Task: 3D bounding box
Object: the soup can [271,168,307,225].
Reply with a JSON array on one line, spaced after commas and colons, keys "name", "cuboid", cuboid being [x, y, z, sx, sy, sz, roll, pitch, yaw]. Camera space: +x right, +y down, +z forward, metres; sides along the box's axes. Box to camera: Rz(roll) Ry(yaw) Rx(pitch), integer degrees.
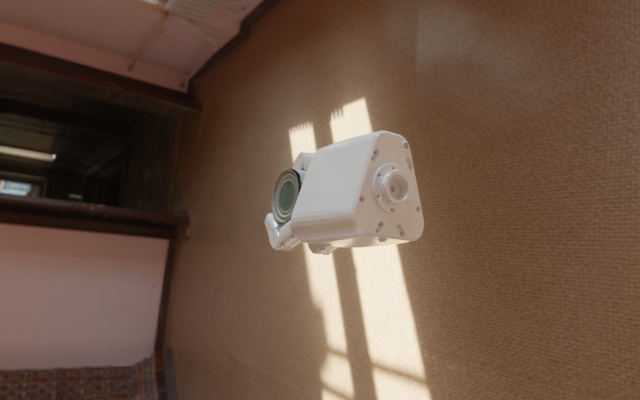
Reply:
[{"name": "soup can", "cuboid": [0.000, 0.002, 0.582, 0.102, 0.068, 0.068, 9, -5, -32]}]
